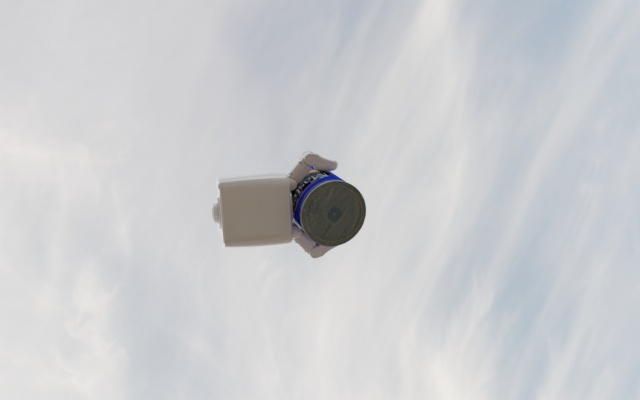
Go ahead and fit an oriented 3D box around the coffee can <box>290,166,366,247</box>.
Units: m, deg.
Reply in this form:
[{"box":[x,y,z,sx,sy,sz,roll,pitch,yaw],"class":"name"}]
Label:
[{"box":[0.000,0.002,0.772,0.103,0.103,0.140,0,15,-18],"class":"coffee can"}]
